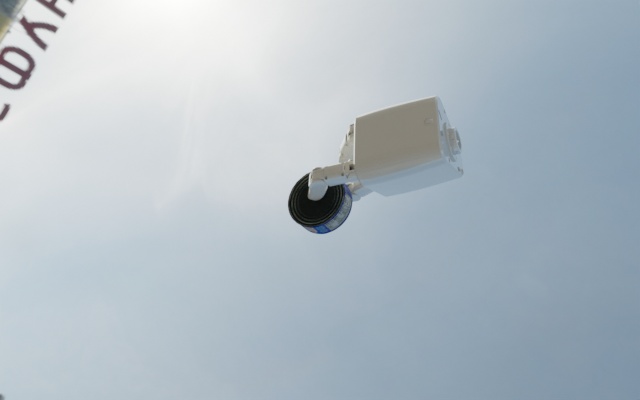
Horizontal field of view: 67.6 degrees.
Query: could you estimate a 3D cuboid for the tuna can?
[{"bbox_3d":[0.000,0.002,0.659,0.086,0.086,0.034,0,-24,29],"label":"tuna can"}]
